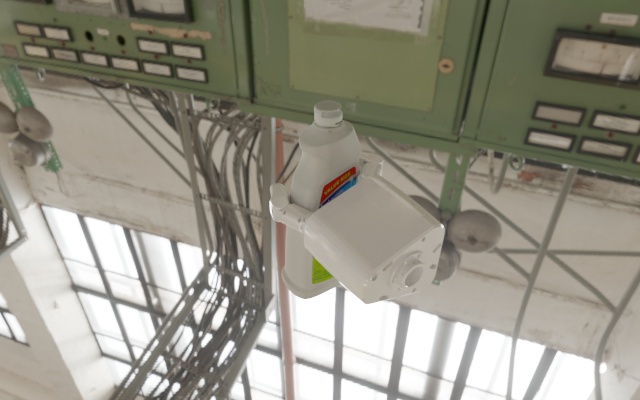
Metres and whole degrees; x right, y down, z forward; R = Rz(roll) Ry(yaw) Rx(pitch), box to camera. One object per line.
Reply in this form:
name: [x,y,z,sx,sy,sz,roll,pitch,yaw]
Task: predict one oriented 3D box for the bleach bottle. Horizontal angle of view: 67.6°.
bleach bottle: [0.000,0.002,0.585,0.102,0.251,0.068,-21,41,-27]
